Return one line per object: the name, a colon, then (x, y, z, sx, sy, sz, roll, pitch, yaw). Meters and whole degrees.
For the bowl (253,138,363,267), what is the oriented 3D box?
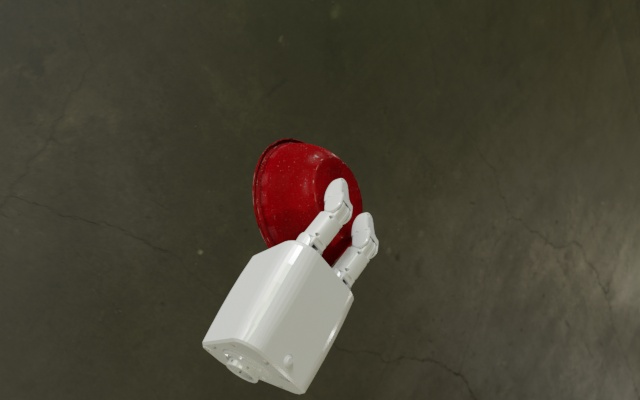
bowl: (0.001, 0.001, 0.536, 0.055, 0.162, 0.162, -15, -9, 36)
